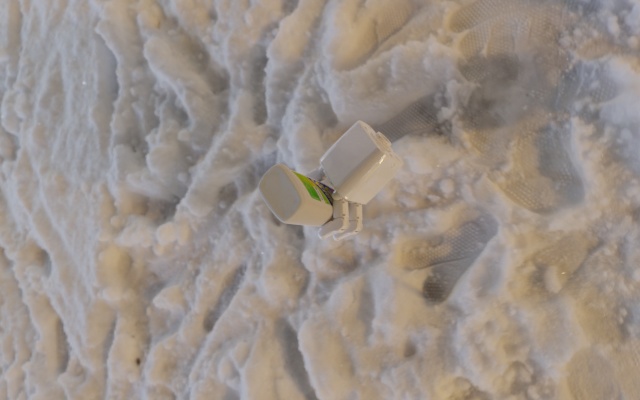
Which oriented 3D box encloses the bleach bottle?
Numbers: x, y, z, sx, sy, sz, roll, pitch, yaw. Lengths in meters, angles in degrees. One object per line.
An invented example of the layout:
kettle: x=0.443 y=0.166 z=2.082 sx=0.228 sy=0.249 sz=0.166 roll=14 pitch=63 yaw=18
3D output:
bleach bottle: x=0.000 y=0.003 z=0.881 sx=0.068 sy=0.102 sz=0.251 roll=-45 pitch=-27 yaw=19
